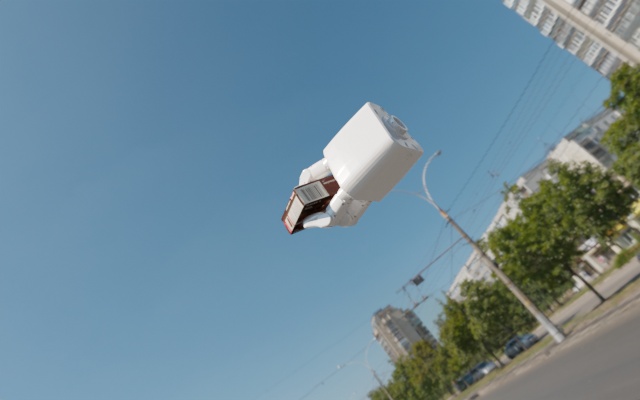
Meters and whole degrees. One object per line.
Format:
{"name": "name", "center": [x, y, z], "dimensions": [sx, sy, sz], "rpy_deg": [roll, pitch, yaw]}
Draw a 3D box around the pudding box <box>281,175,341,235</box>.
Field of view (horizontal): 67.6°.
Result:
{"name": "pudding box", "center": [0.000, 0.002, 0.771], "dimensions": [0.113, 0.039, 0.090], "rpy_deg": [-18, -27, -30]}
